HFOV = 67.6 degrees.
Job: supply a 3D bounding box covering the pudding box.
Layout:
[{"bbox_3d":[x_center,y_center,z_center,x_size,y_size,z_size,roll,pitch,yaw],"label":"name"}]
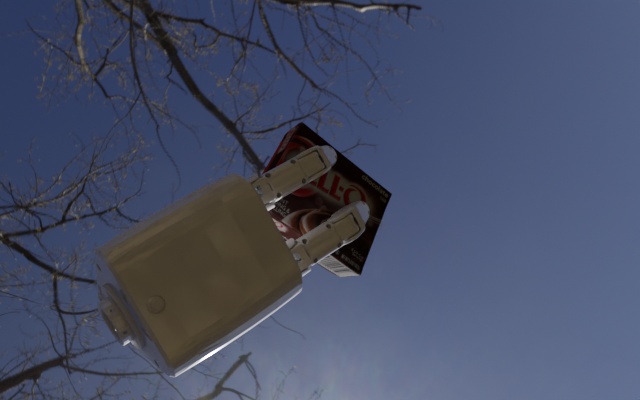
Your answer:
[{"bbox_3d":[0.000,0.001,0.418,0.113,0.090,0.039,38,-31,-21],"label":"pudding box"}]
